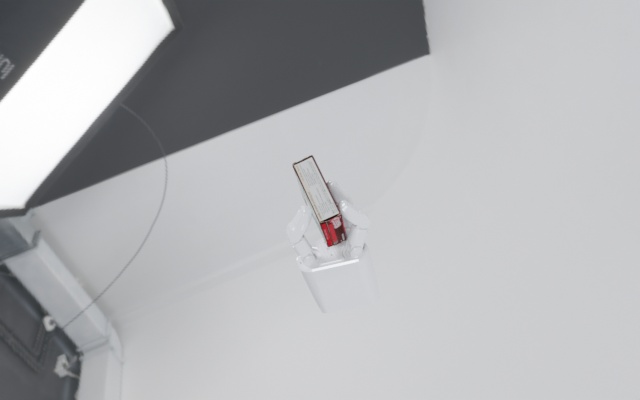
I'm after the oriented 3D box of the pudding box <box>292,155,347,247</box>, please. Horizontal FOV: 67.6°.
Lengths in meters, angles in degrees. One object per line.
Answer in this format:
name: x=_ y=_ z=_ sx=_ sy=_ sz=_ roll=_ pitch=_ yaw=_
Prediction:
pudding box: x=0.000 y=0.002 z=0.716 sx=0.039 sy=0.113 sz=0.090 roll=-25 pitch=-29 yaw=-5
